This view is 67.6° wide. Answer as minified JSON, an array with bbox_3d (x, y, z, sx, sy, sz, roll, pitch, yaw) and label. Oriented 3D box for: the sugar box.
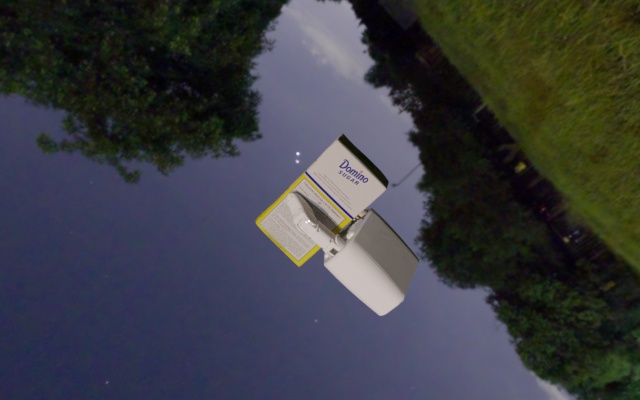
[{"bbox_3d":[0.000,0.002,0.658,0.176,0.093,0.048,-43,5,22],"label":"sugar box"}]
